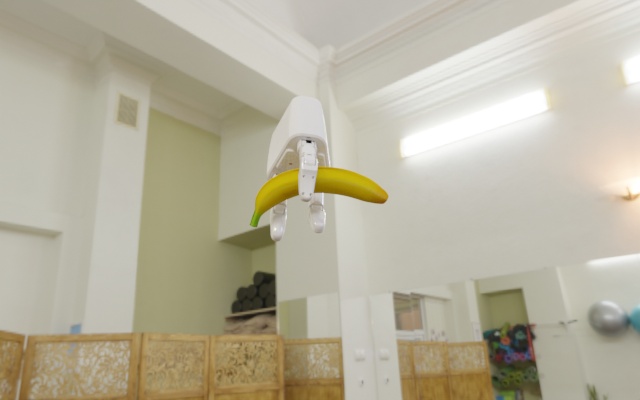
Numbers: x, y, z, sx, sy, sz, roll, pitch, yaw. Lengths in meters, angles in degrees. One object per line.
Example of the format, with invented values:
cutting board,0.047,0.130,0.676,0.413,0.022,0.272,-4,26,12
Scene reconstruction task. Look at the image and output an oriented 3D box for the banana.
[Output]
banana,-0.007,-0.015,0.666,0.198,0.070,0.037,-10,19,2
